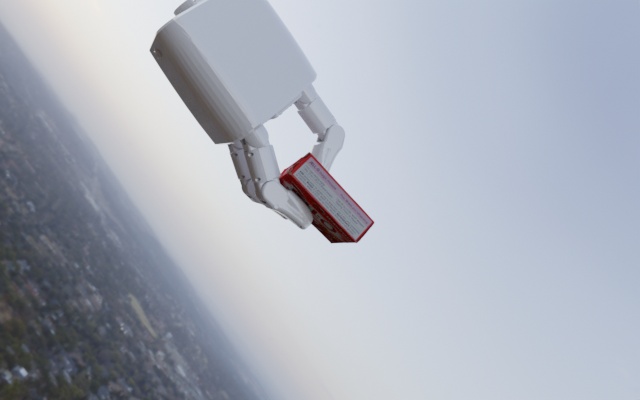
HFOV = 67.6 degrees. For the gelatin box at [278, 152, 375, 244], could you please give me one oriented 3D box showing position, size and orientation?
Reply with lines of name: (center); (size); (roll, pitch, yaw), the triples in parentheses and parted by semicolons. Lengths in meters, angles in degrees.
gelatin box: (0.001, 0.001, 0.450); (0.030, 0.089, 0.073); (-46, 8, -15)
